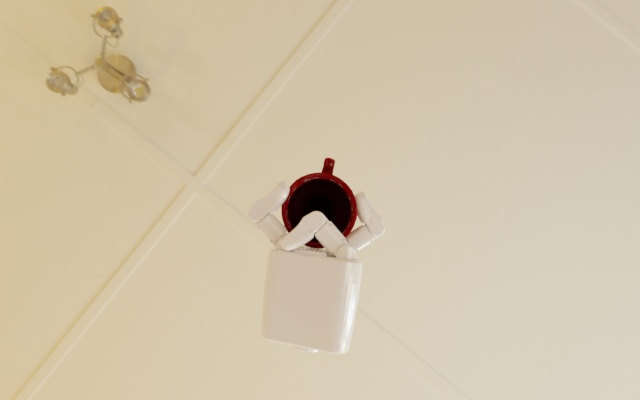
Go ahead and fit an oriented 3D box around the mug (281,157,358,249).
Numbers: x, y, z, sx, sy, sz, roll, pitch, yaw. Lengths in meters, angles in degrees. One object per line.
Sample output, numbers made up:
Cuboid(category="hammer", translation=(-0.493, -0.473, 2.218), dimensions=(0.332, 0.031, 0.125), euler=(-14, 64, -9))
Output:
Cuboid(category="mug", translation=(0.000, 0.001, 0.621), dimensions=(0.093, 0.117, 0.081), euler=(9, -3, 0))
